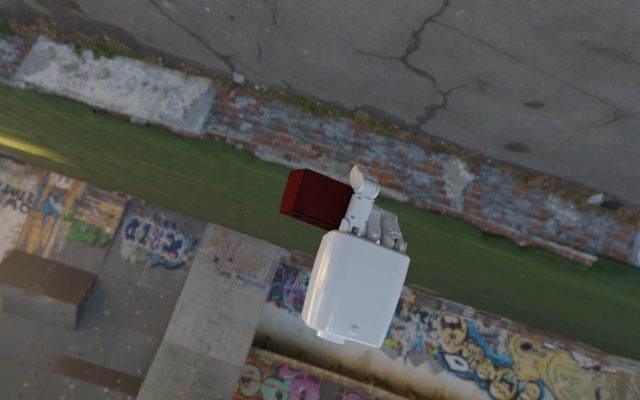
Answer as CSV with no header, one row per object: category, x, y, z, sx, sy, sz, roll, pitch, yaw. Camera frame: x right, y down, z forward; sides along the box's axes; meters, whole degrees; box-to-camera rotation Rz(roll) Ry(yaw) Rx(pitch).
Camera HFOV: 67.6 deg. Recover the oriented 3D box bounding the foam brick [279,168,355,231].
foam brick,0.000,0.002,0.546,0.078,0.051,0.053,21,-10,-19
